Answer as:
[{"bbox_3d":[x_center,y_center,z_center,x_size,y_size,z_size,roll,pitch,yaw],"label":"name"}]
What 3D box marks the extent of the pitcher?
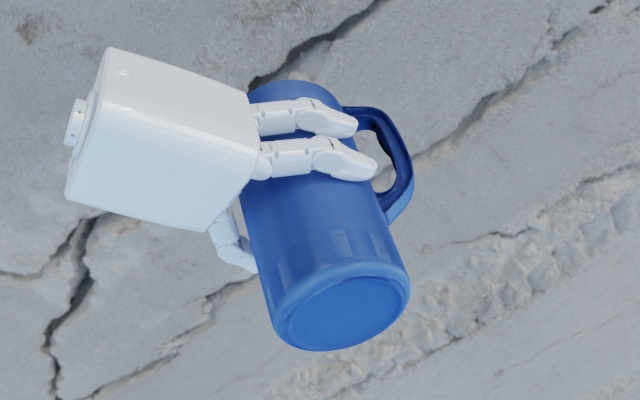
[{"bbox_3d":[0.000,0.001,0.433,0.145,0.149,0.242,18,34,-32],"label":"pitcher"}]
